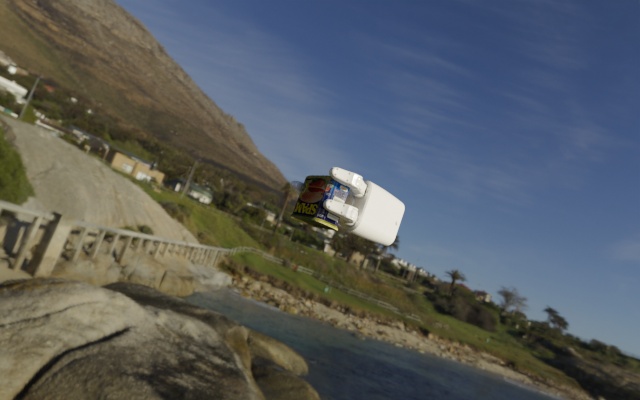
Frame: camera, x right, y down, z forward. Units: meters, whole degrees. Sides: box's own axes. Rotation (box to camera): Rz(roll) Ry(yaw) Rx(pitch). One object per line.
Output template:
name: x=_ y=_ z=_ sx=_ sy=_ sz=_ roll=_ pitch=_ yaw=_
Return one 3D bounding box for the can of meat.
can of meat: x=0.000 y=0.002 z=0.856 sx=0.057 sy=0.084 sz=0.102 roll=26 pitch=-11 yaw=-33
